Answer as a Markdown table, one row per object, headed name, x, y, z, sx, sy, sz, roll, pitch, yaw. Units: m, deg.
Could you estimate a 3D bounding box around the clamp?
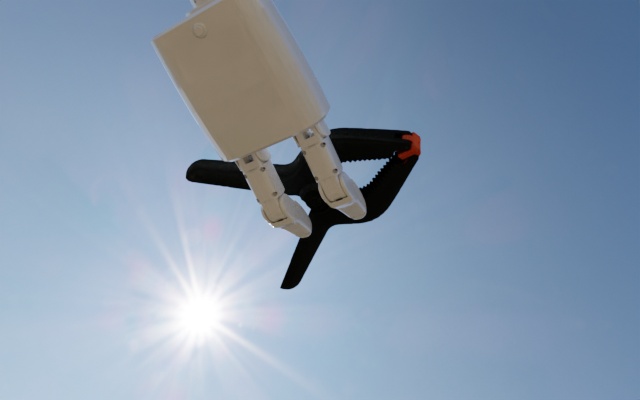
| name | x | y | z | sx | sy | sz | roll | pitch | yaw |
| --- | --- | --- | --- | --- | --- | --- | --- | --- | --- |
| clamp | 0.001 | 0.001 | 0.442 | 0.210 | 0.165 | 0.036 | -19 | 27 | 22 |
